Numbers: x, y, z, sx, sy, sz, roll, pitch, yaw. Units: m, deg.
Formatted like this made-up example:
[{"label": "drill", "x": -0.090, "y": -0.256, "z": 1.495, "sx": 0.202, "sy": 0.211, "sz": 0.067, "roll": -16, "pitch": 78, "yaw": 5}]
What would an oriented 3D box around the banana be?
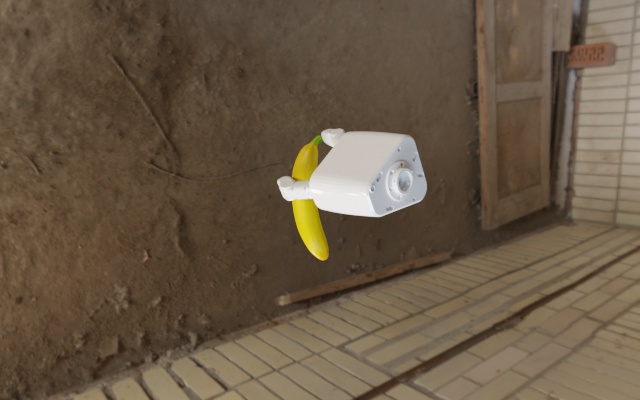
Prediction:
[{"label": "banana", "x": -0.014, "y": 0.001, "z": 0.730, "sx": 0.069, "sy": 0.198, "sz": 0.037, "roll": -9, "pitch": 11, "yaw": -41}]
